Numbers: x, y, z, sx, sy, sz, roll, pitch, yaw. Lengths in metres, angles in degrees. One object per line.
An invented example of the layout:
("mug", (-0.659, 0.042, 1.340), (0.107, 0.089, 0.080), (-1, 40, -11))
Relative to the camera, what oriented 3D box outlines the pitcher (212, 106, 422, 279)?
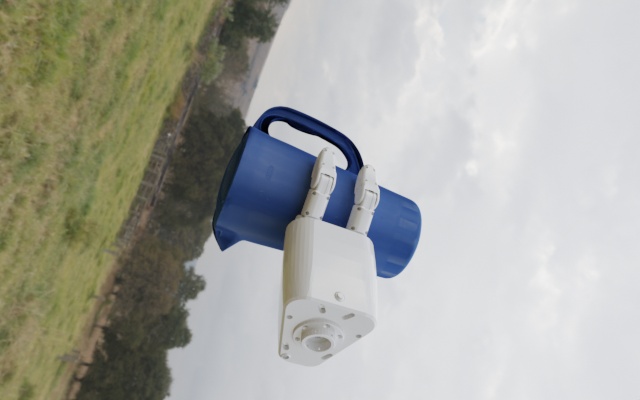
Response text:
("pitcher", (0.000, 0.002, 0.590), (0.243, 0.149, 0.145), (20, 36, -15))
